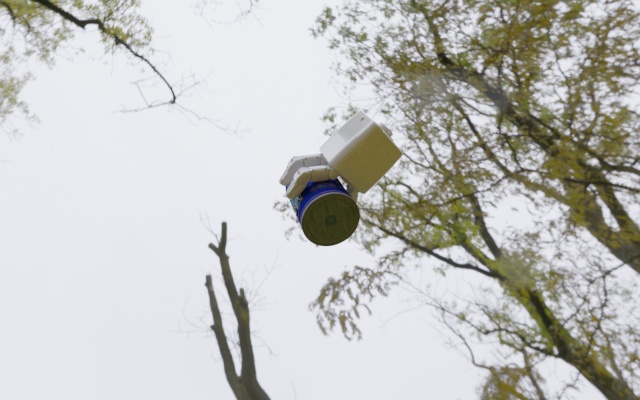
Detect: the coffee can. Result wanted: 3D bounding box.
[{"bbox_3d":[0.000,0.003,0.859,0.103,0.103,0.140,0,27,-17],"label":"coffee can"}]
